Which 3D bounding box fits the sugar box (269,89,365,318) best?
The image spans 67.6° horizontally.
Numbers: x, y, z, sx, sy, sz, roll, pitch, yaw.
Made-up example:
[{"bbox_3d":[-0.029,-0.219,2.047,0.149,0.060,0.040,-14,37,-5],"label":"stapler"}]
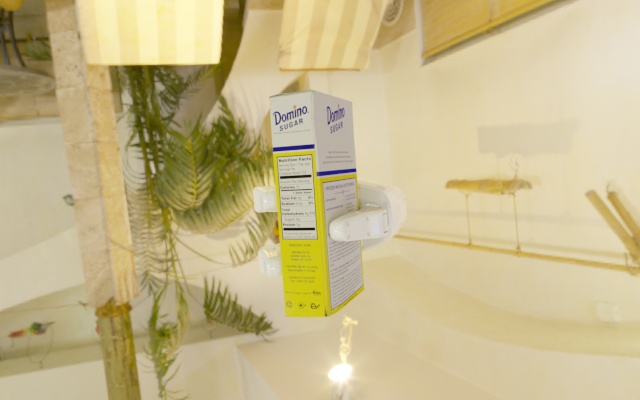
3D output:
[{"bbox_3d":[0.000,0.001,0.407,0.048,0.176,0.093,-5,3,23],"label":"sugar box"}]
